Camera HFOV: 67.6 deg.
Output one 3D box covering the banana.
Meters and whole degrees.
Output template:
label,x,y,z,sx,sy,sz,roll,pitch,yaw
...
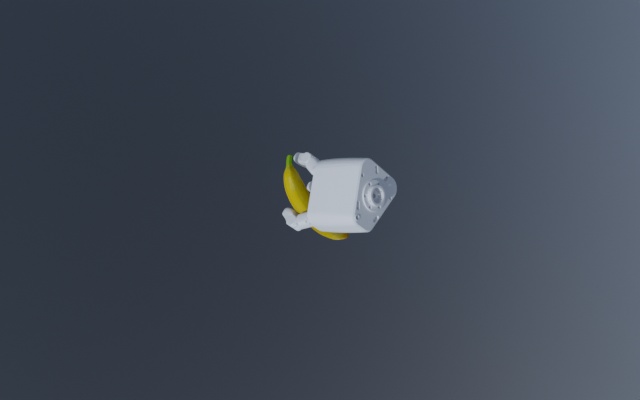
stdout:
label,x,y,z,sx,sy,sz,roll,pitch,yaw
banana,-0.011,0.013,0.856,0.037,0.198,0.069,-8,35,46
